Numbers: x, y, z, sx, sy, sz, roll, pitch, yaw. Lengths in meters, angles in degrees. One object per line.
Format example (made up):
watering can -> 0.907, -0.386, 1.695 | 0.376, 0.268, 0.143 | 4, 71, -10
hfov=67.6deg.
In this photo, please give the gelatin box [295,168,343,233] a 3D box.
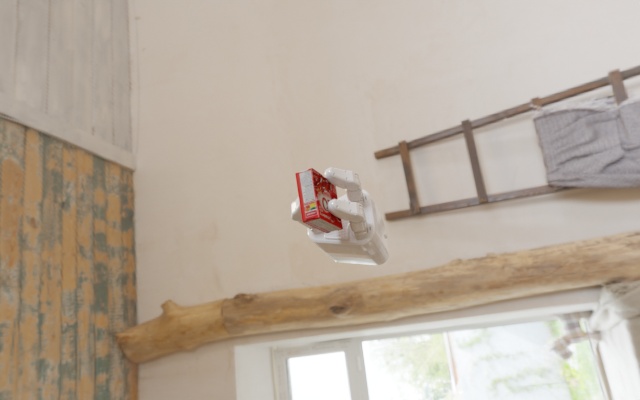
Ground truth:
gelatin box -> 0.000, 0.002, 0.681 | 0.030, 0.073, 0.089 | -16, -20, 20
